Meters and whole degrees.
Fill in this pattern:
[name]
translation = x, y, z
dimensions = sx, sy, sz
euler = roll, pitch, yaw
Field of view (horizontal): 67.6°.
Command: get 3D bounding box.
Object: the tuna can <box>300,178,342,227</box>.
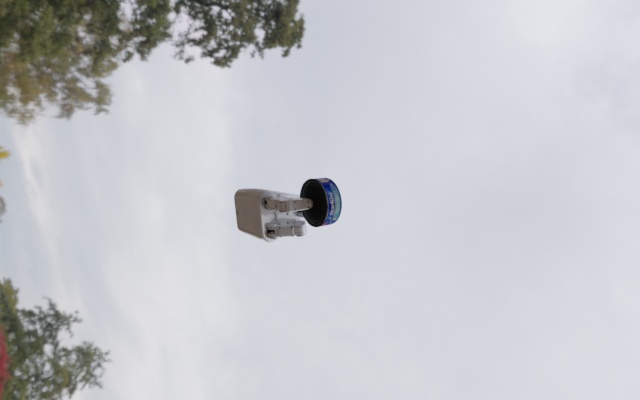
[tuna can]
translation = 0.001, 0.003, 0.839
dimensions = 0.034, 0.086, 0.086
euler = -8, 4, -34
